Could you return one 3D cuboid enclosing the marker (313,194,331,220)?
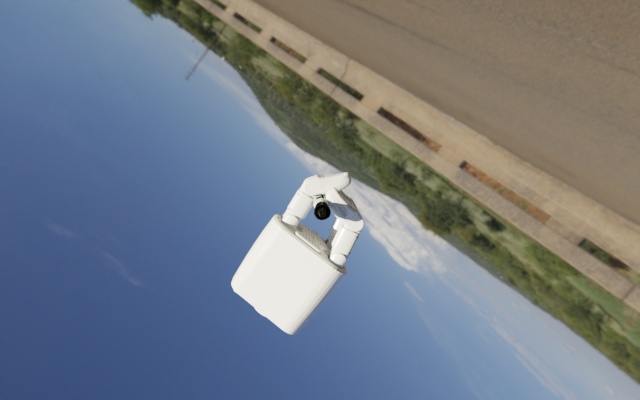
[{"bbox_3d":[0.000,0.002,0.582,0.020,0.020,0.121,0,12,-2],"label":"marker"}]
